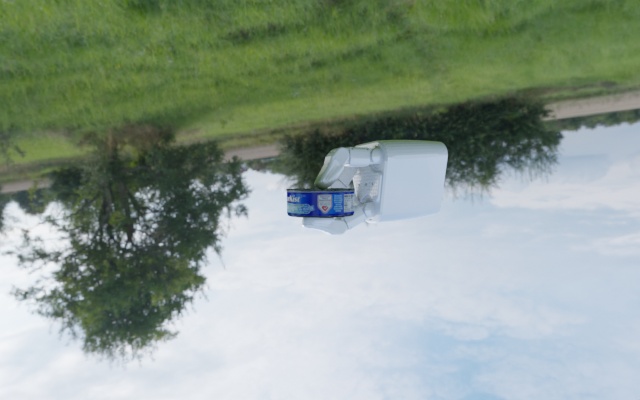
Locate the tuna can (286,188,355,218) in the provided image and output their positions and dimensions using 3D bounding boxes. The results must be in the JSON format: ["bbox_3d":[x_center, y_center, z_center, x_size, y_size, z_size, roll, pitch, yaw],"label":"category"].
[{"bbox_3d":[0.000,0.003,0.595,0.086,0.034,0.086,0,3,0],"label":"tuna can"}]
